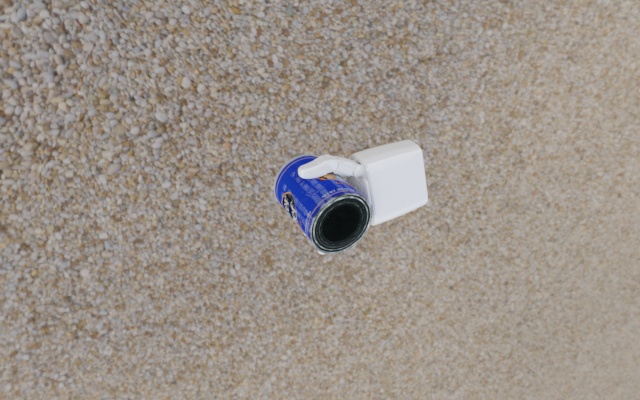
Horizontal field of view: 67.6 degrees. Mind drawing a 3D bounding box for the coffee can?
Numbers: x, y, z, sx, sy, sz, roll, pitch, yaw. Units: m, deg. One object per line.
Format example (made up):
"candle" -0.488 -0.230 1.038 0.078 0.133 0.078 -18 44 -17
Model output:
"coffee can" 0.000 0.002 0.739 0.103 0.103 0.140 0 28 -31
